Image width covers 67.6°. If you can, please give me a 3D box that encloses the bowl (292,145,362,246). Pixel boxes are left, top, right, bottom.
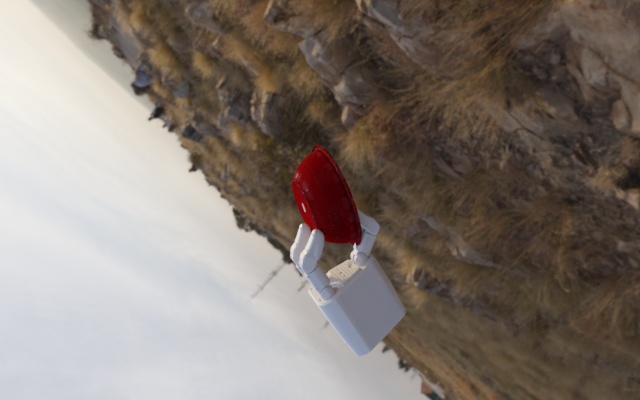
[{"bbox_3d":[-0.001,0.001,0.705,0.055,0.162,0.162,-22,5,-12],"label":"bowl"}]
